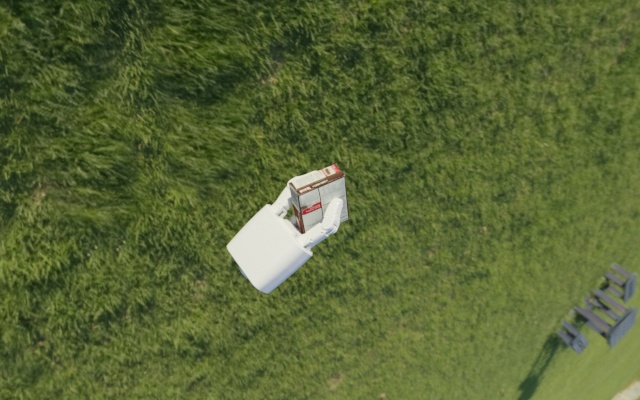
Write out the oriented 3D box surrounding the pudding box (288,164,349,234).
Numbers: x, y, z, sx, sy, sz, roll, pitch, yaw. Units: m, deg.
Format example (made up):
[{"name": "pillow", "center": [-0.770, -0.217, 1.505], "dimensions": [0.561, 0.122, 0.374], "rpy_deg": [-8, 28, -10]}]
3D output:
[{"name": "pudding box", "center": [0.000, 0.003, 0.817], "dimensions": [0.090, 0.114, 0.039], "rpy_deg": [-24, 49, -15]}]
